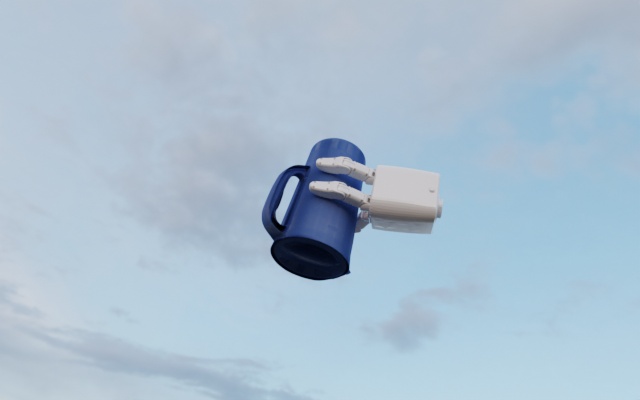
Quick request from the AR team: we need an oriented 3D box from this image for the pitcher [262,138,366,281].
[{"bbox_3d":[0.000,0.003,0.834,0.145,0.242,0.149,7,-37,12],"label":"pitcher"}]
